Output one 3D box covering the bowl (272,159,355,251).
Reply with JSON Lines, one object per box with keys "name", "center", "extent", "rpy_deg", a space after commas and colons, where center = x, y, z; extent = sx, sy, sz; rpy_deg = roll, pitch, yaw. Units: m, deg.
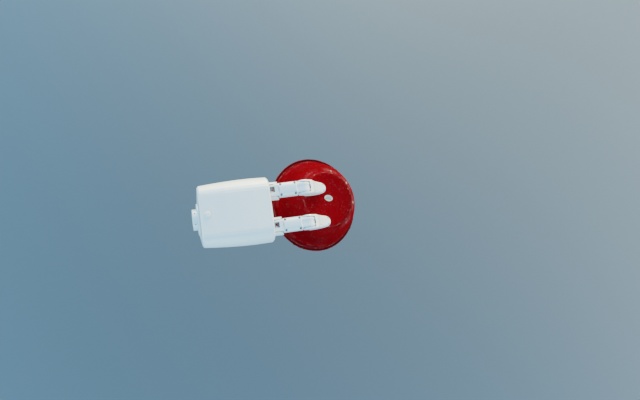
{"name": "bowl", "center": [0.001, 0.002, 0.806], "extent": [0.162, 0.162, 0.055], "rpy_deg": [0, -10, -28]}
